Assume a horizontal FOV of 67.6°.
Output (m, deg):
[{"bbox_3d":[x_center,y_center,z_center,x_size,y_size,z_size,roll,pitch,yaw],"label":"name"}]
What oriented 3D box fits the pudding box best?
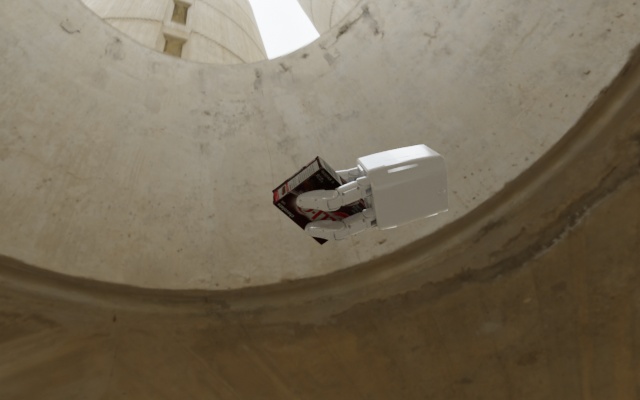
[{"bbox_3d":[0.000,0.002,0.687,0.090,0.113,0.039,-37,32,16],"label":"pudding box"}]
